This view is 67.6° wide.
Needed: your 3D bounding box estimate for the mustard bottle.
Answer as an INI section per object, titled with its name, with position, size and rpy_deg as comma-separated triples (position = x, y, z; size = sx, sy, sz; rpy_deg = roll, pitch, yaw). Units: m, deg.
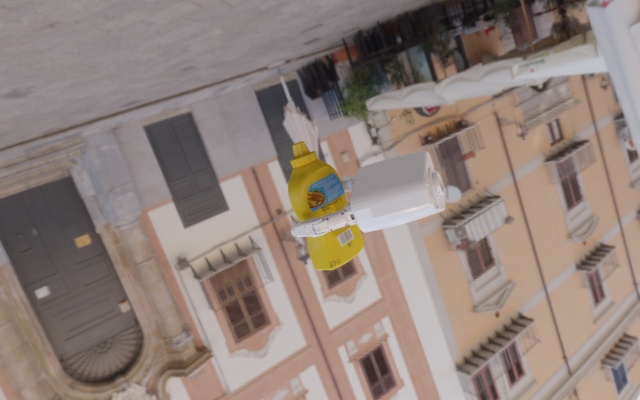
[mustard bottle]
position = 0.000, 0.003, 0.725
size = 0.058, 0.191, 0.096
rpy_deg = -10, 14, 47
